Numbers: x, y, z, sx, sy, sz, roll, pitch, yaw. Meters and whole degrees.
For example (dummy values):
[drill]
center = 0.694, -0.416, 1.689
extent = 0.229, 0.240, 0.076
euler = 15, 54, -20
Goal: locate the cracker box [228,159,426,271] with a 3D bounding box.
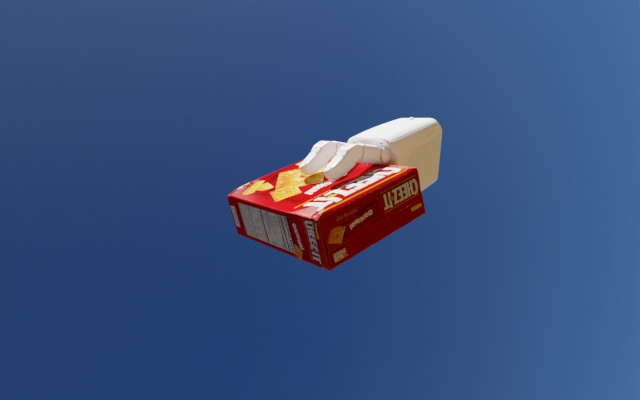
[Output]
[cracker box]
center = 0.000, 0.002, 0.629
extent = 0.164, 0.072, 0.213
euler = -27, 23, -31
